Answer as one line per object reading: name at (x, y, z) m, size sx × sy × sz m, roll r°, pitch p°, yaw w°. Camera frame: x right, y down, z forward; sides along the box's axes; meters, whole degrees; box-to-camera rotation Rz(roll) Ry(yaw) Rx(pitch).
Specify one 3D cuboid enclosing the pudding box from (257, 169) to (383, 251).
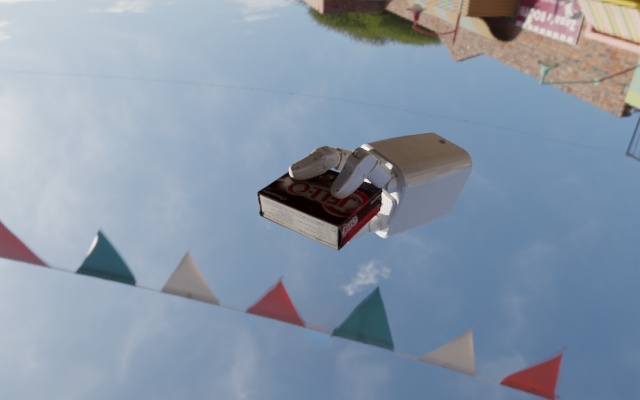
pudding box at (0.000, 0.002, 0.539) m, size 0.113 × 0.039 × 0.090 m, roll 19°, pitch 37°, yaw 29°
